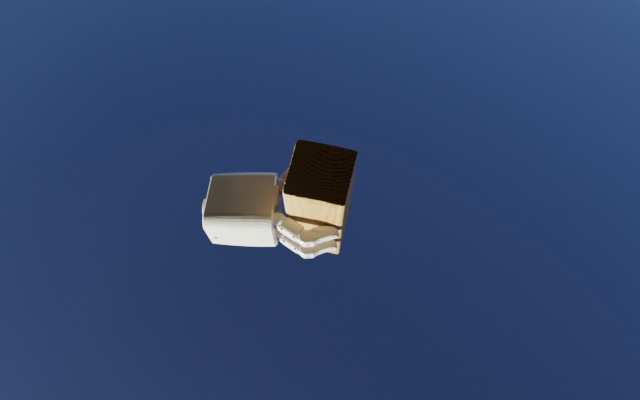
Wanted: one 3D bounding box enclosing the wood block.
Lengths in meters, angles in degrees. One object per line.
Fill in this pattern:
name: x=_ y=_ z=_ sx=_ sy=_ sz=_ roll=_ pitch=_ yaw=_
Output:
wood block: x=0.000 y=0.002 z=0.749 sx=0.090 sy=0.090 sz=0.206 roll=12 pitch=-23 yaw=5
